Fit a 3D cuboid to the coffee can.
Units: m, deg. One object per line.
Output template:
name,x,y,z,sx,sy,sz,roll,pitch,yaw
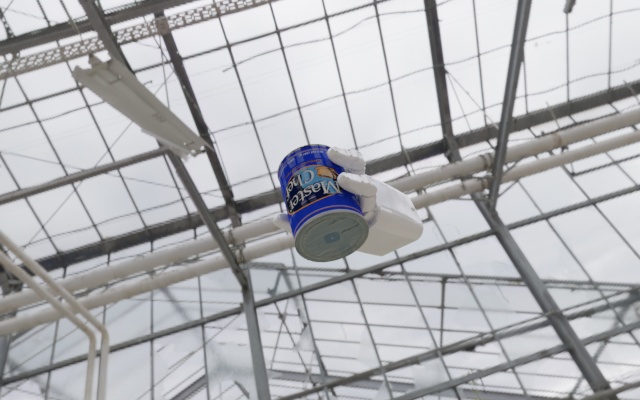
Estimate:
coffee can,0.000,0.002,0.684,0.103,0.140,0.103,-10,-42,-9
